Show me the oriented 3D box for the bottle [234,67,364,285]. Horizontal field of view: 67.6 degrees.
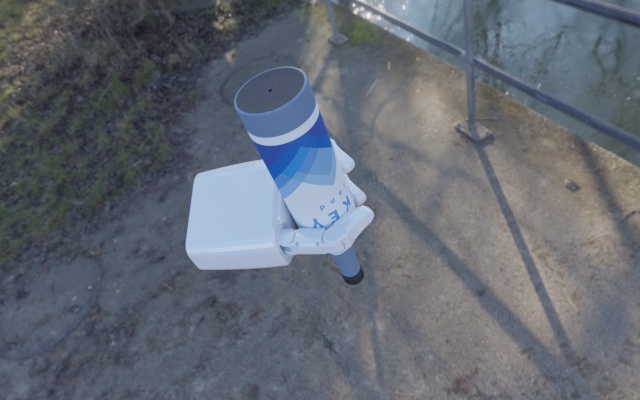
[{"bbox_3d":[0.000,0.001,0.507,0.069,0.069,0.296,0,-40,22],"label":"bottle"}]
